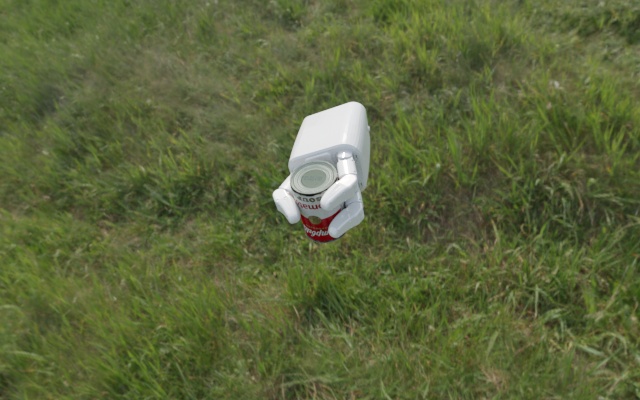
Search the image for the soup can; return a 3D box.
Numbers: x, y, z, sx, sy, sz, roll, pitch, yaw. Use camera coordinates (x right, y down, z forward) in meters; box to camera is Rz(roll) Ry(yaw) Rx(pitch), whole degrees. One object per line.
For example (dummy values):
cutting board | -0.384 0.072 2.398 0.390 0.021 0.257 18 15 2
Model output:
soup can | 0.000 0.002 0.671 0.068 0.068 0.102 0 -43 15
